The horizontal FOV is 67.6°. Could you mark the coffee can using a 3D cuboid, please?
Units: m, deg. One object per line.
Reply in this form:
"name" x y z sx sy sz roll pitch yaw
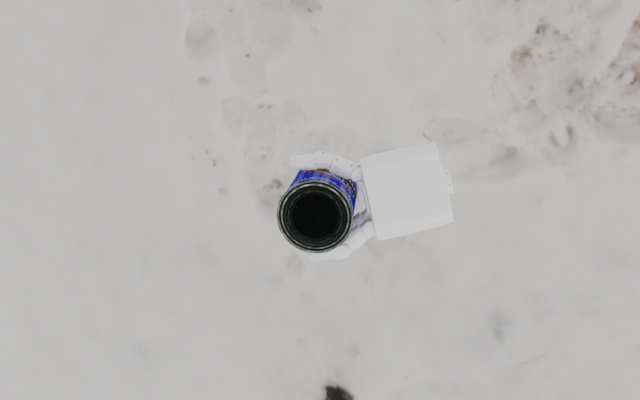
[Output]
"coffee can" 0.000 0.002 0.691 0.103 0.103 0.140 0 17 7
